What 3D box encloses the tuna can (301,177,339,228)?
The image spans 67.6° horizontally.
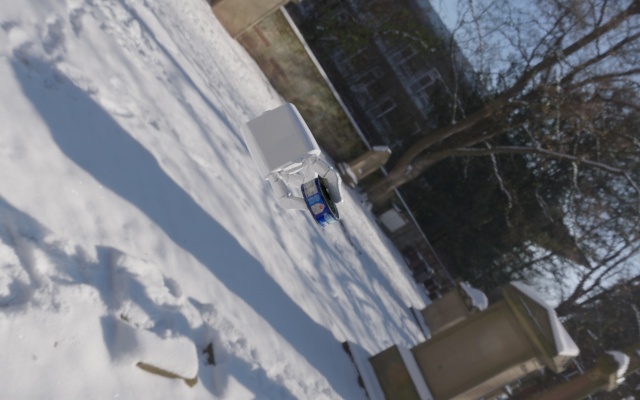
[{"bbox_3d":[0.001,0.003,0.836,0.034,0.086,0.086,-26,-5,11],"label":"tuna can"}]
